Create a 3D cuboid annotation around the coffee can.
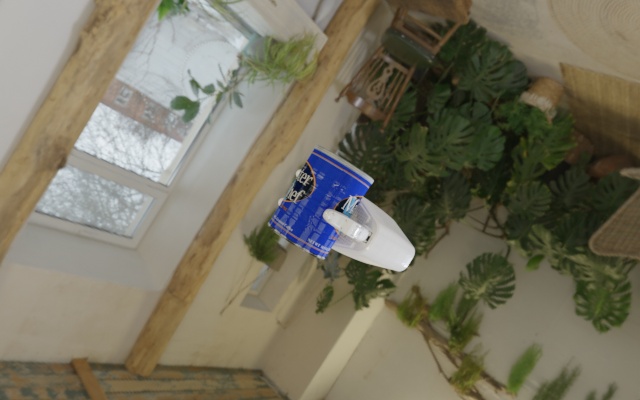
[{"bbox_3d":[0.000,0.002,0.718,0.103,0.140,0.103,32,2,-1],"label":"coffee can"}]
